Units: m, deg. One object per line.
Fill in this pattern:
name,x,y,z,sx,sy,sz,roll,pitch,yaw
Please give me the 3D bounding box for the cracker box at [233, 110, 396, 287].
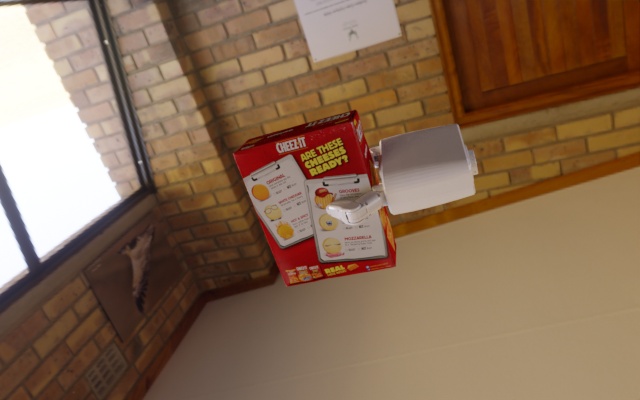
cracker box,0.000,0.002,0.657,0.164,0.214,0.072,-13,22,15
